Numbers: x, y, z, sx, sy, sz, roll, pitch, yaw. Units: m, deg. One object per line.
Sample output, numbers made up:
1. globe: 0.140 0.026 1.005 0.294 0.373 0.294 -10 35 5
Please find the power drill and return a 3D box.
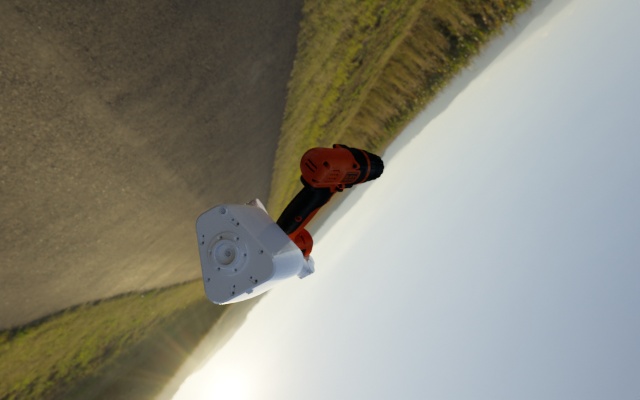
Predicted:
1. power drill: 0.000 0.003 0.683 0.057 0.188 0.184 46 24 24
